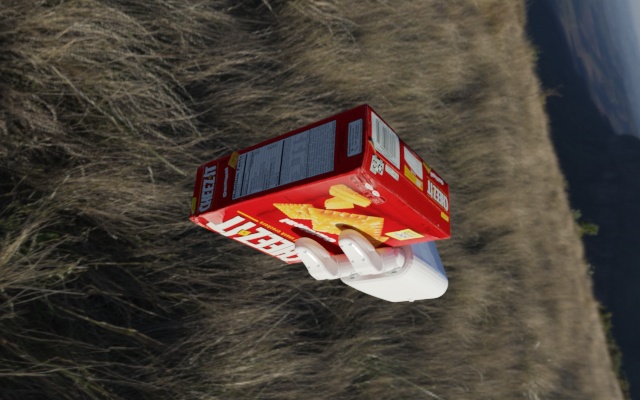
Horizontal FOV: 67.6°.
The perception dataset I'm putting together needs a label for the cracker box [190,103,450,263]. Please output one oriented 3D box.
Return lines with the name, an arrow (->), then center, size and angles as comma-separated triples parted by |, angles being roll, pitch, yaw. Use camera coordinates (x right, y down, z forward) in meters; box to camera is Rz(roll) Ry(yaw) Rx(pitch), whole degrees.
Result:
cracker box -> 0.000, 0.001, 0.489 | 0.214, 0.072, 0.164 | -15, -31, 34
